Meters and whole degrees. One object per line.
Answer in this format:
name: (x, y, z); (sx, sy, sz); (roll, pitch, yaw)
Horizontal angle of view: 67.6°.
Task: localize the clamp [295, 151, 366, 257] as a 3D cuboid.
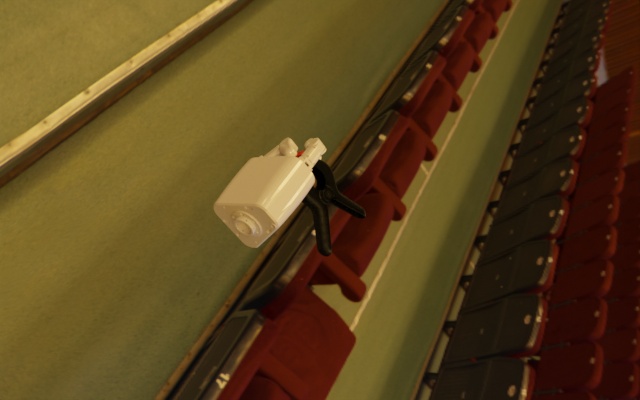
clamp: (0.000, 0.002, 0.774); (0.039, 0.171, 0.120); (-17, 30, 45)
